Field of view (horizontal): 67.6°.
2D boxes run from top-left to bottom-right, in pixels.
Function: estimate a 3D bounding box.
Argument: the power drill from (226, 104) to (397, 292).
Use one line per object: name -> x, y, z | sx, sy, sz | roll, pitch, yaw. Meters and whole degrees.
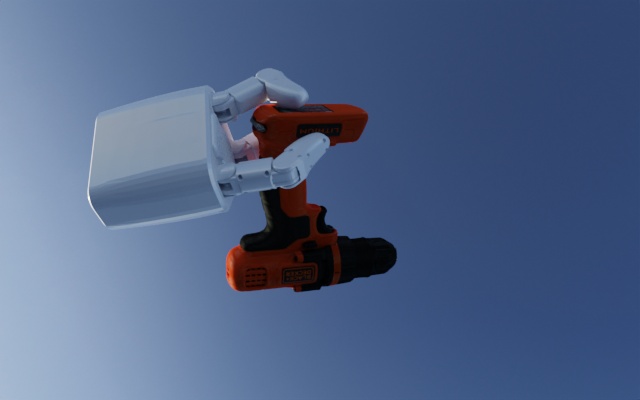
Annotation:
power drill -> 0.000, 0.001, 0.472 | 0.184, 0.188, 0.057 | -4, 21, -20
